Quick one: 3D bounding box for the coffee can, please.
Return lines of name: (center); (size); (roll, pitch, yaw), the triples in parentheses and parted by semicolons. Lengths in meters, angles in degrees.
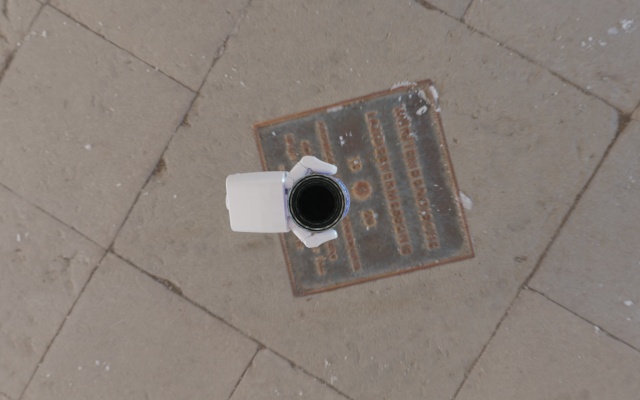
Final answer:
coffee can: (0.000, 0.003, 0.876); (0.103, 0.103, 0.140); (0, 1, 6)
